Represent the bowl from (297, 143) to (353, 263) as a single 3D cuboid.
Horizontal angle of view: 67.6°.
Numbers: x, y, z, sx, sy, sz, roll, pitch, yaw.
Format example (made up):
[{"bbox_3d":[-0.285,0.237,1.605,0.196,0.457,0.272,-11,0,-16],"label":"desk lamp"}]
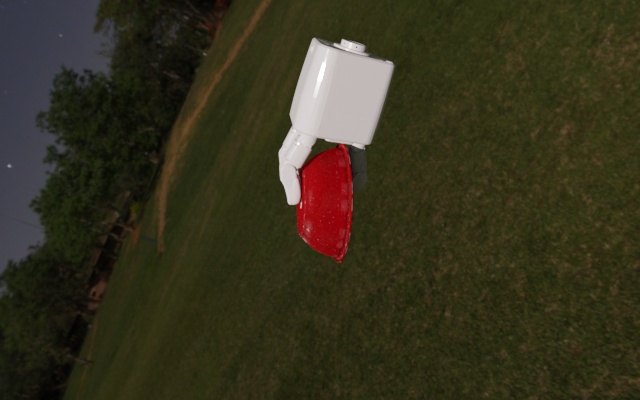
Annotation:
[{"bbox_3d":[0.000,0.003,0.638,0.055,0.162,0.162,1,0,-9],"label":"bowl"}]
